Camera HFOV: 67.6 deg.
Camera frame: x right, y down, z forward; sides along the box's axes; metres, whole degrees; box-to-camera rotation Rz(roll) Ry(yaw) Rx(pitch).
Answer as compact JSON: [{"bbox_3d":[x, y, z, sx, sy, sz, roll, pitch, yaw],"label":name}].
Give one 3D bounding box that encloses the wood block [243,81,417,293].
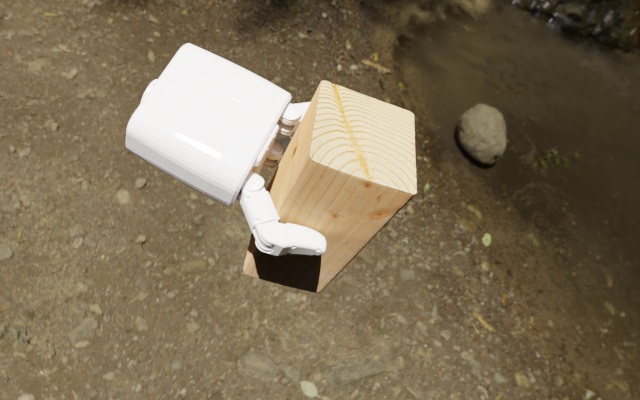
[{"bbox_3d":[0.000,0.002,0.456,0.090,0.090,0.206,17,-37,-14],"label":"wood block"}]
